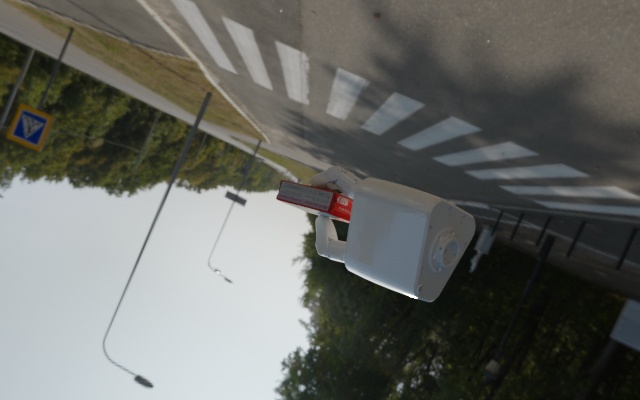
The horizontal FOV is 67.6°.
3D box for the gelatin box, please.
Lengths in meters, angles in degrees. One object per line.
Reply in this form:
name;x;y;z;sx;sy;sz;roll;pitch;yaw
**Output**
gelatin box;0.000;0.002;0.612;0.089;0.030;0.073;13;-6;35
